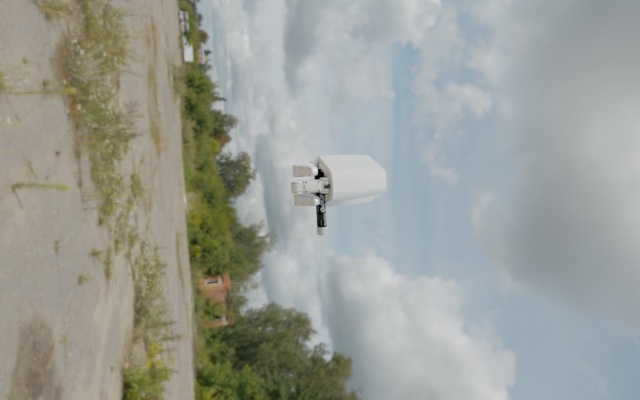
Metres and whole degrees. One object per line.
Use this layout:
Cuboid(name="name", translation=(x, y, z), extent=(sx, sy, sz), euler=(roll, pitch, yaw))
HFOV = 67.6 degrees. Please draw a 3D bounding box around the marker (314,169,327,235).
Cuboid(name="marker", translation=(0.000, 0.003, 0.870), extent=(0.020, 0.121, 0.020), euler=(-3, 9, 0))
